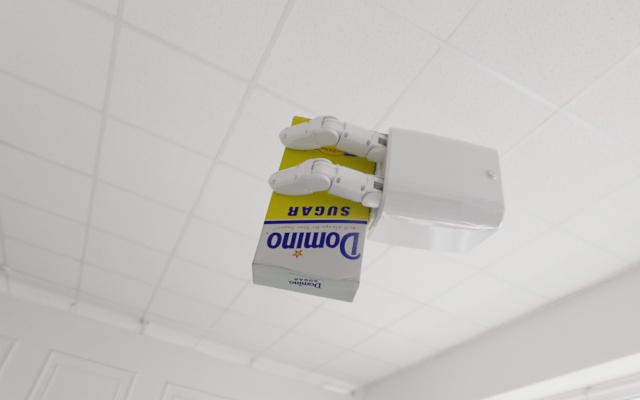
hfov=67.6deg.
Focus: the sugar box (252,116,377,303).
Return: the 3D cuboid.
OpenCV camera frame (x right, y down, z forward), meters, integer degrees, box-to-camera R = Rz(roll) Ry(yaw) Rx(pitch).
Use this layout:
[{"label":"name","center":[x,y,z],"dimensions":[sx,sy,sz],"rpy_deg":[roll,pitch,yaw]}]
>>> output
[{"label":"sugar box","center":[0.000,0.001,0.454],"dimensions":[0.093,0.176,0.048],"rpy_deg":[10,-38,1]}]
